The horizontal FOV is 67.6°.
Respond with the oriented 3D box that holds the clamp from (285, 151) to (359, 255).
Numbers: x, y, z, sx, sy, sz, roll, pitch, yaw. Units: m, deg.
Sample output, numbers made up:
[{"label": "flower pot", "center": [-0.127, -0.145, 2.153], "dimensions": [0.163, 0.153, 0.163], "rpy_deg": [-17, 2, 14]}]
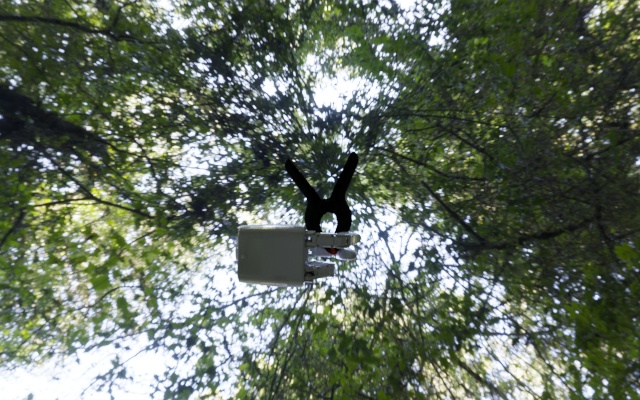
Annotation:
[{"label": "clamp", "center": [0.000, 0.003, 0.784], "dimensions": [0.120, 0.171, 0.039], "rpy_deg": [2, 3, 0]}]
